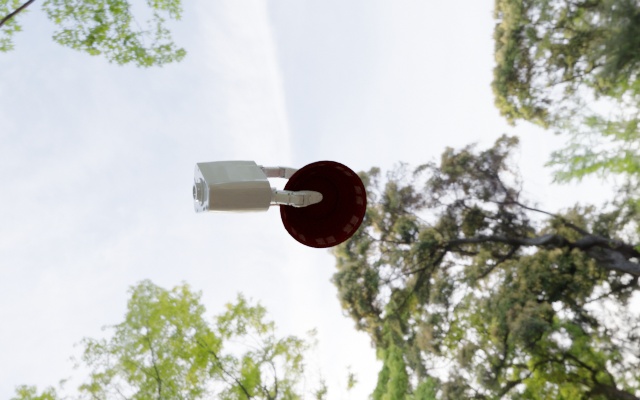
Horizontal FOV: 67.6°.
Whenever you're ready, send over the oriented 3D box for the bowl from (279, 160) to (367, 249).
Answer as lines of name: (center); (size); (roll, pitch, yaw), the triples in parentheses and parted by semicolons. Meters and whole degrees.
bowl: (0.001, 0.003, 0.867); (0.162, 0.162, 0.055); (0, 13, -15)
